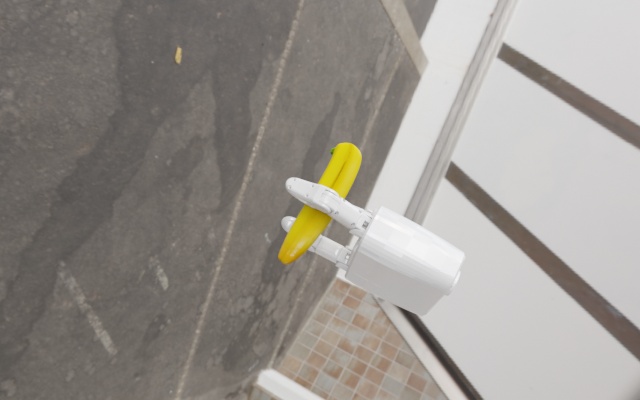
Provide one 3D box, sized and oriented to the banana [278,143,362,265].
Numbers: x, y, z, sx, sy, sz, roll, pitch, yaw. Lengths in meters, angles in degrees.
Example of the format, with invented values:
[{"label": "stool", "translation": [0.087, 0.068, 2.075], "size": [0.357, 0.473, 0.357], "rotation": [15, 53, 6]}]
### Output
[{"label": "banana", "translation": [0.009, -0.010, 0.563], "size": [0.037, 0.197, 0.070], "rotation": [33, -40, -7]}]
